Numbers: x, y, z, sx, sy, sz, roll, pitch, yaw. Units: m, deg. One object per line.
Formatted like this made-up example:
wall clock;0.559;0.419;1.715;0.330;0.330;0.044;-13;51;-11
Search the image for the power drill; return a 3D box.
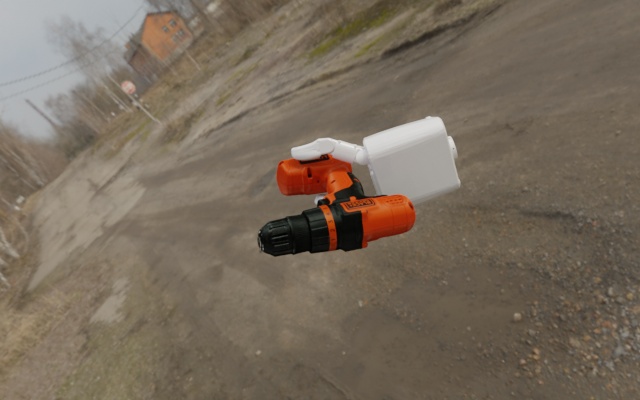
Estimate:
power drill;0.000;0.002;0.600;0.184;0.057;0.187;-9;29;-15
